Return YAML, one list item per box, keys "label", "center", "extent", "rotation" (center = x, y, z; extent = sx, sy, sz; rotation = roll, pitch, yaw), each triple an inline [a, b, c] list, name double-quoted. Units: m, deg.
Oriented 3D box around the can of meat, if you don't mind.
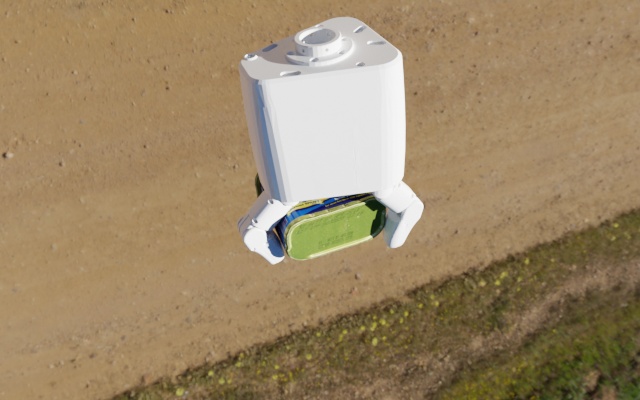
- label: "can of meat"
  center: [0.000, 0.002, 0.446]
  extent: [0.102, 0.057, 0.084]
  rotation: [-17, 43, -15]
